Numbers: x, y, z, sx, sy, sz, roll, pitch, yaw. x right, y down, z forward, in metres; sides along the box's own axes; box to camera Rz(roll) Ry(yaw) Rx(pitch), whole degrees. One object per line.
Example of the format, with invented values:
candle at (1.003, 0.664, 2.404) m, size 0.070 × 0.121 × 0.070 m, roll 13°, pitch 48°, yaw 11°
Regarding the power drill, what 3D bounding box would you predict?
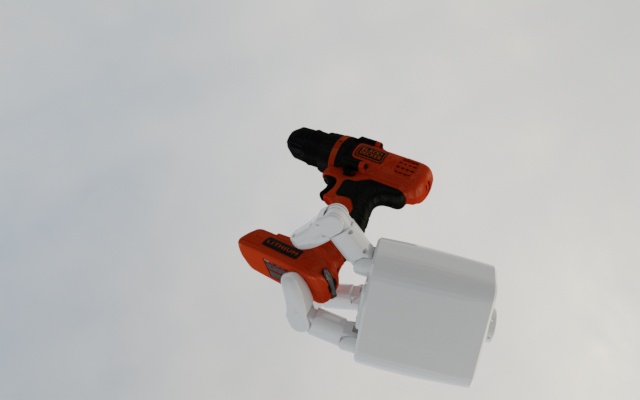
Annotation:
power drill at (0.000, 0.002, 0.508) m, size 0.184 × 0.187 × 0.057 m, roll 21°, pitch -31°, yaw 30°
